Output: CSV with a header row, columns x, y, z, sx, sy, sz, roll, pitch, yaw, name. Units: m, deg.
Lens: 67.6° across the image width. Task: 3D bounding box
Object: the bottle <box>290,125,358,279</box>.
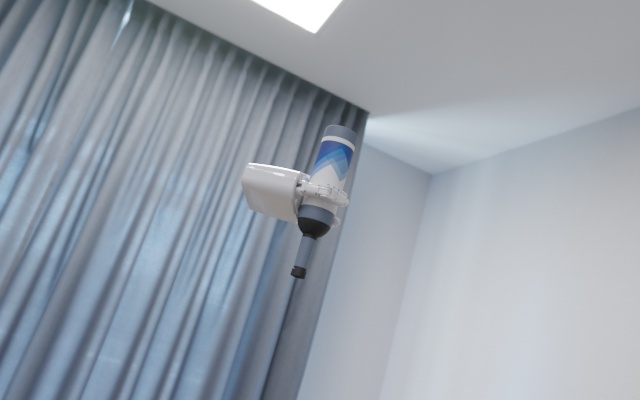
x,y,z,sx,sy,sz,roll,pitch,yaw,name
0.000,0.003,0.900,0.069,0.295,0.069,16,-16,5,bottle
